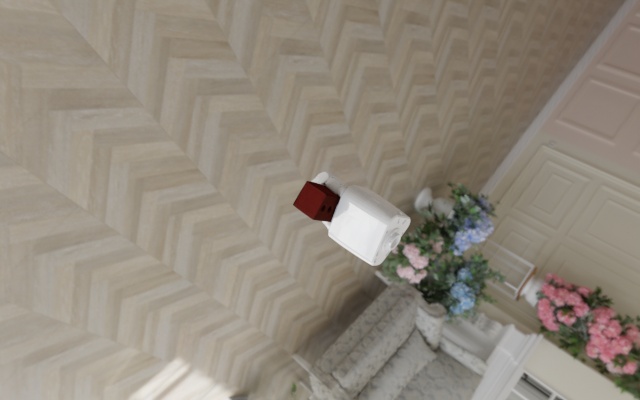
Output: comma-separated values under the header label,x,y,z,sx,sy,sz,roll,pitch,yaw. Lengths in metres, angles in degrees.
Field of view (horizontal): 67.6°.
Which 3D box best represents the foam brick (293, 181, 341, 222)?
label,x,y,z,sx,sy,sz,roll,pitch,yaw
foam brick,0.000,0.003,0.865,0.051,0.053,0.078,36,14,29
